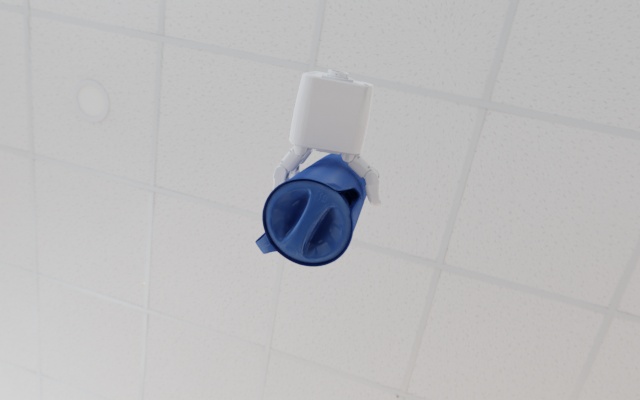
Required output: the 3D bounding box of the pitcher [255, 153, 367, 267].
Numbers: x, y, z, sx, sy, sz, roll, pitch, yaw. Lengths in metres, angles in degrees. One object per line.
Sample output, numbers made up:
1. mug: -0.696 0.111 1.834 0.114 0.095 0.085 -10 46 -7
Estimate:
1. pitcher: 0.000 0.002 0.775 0.149 0.145 0.242 14 20 10
